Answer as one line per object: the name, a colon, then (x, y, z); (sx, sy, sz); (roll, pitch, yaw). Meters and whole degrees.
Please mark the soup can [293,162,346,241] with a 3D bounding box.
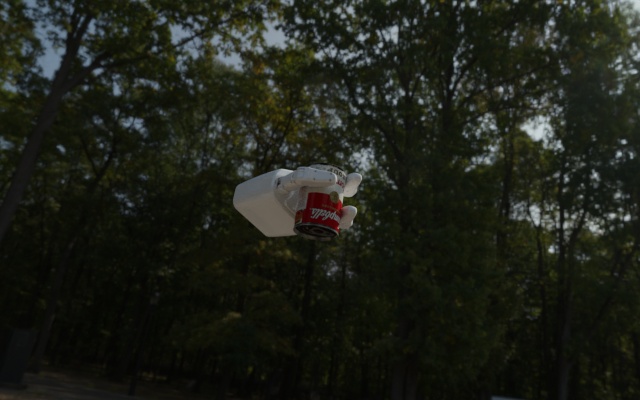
soup can: (0.000, 0.002, 0.723); (0.068, 0.102, 0.068); (8, -23, 3)
